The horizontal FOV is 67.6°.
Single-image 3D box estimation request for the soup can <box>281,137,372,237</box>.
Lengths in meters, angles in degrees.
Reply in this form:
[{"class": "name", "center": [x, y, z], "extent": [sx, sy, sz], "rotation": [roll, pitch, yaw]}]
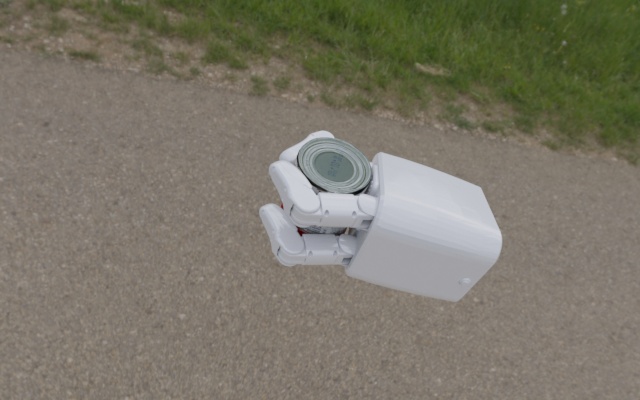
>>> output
[{"class": "soup can", "center": [0.000, 0.001, 0.437], "extent": [0.068, 0.068, 0.102], "rotation": [0, -39, -19]}]
